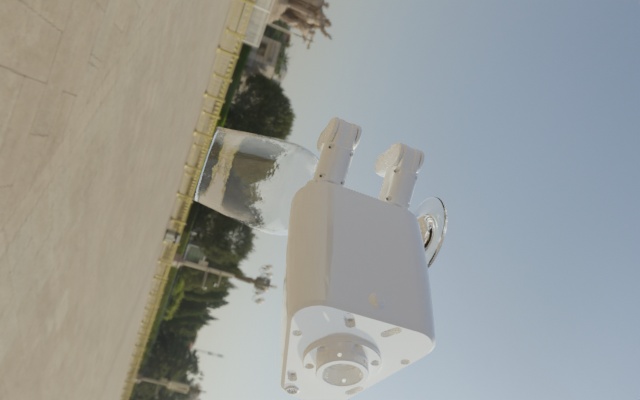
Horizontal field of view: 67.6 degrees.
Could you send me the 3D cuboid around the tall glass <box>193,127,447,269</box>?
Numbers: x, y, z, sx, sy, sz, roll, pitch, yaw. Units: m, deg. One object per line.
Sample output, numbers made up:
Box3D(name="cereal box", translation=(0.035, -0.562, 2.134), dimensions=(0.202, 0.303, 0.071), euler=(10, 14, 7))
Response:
Box3D(name="tall glass", translation=(0.001, 0.001, 0.402), dimensions=(0.201, 0.079, 0.079), euler=(19, -5, -14))
